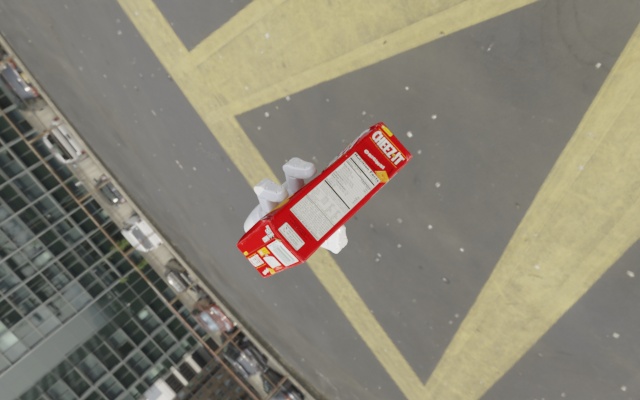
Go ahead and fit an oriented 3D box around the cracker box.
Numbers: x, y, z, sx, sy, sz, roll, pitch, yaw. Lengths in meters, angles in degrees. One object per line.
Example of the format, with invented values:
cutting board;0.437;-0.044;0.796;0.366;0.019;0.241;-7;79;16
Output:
cracker box;0.000;0.002;0.643;0.213;0.072;0.164;-42;4;-26
